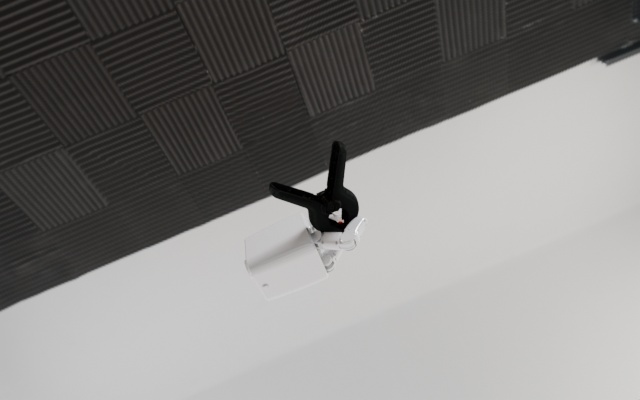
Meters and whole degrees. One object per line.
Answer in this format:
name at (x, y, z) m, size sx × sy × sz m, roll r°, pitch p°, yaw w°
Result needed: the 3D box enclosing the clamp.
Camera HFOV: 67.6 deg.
clamp at (0.000, 0.002, 0.701) m, size 0.120 × 0.172 × 0.039 m, roll -23°, pitch 40°, yaw -1°
